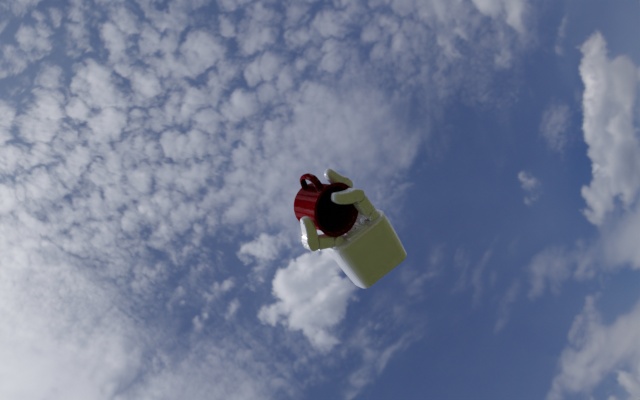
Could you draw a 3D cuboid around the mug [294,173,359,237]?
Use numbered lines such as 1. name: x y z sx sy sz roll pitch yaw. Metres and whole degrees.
1. mug: -0.001 0.002 0.830 0.093 0.117 0.081 -44 28 -22
